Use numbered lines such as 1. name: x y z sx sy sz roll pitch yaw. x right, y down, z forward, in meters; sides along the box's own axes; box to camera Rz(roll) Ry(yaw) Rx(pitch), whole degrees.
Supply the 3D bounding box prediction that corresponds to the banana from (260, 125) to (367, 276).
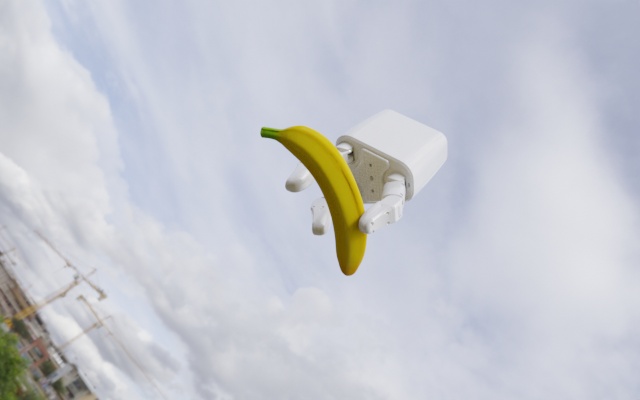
1. banana: 0.012 -0.005 0.519 0.069 0.198 0.037 -15 19 43
